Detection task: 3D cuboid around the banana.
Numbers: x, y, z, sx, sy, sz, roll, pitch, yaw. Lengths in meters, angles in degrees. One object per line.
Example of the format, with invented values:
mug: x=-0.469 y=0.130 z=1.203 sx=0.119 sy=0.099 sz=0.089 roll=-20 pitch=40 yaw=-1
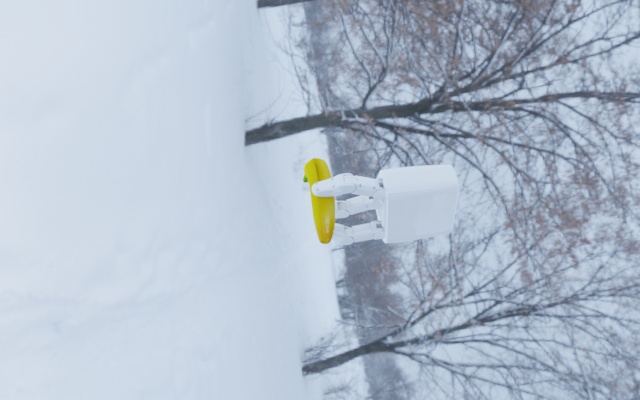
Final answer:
banana: x=-0.001 y=-0.015 z=0.724 sx=0.037 sy=0.070 sz=0.197 roll=-4 pitch=31 yaw=-6
